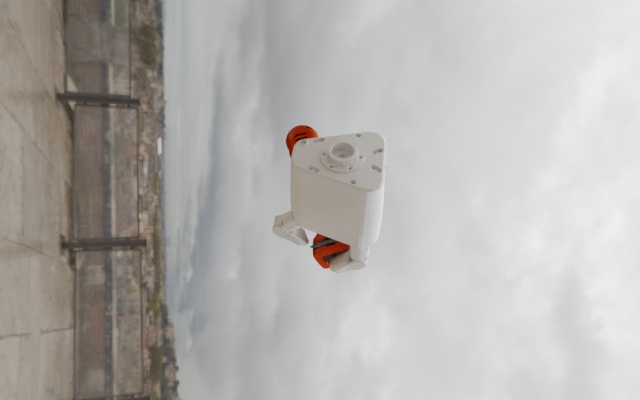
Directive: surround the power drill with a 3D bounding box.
[{"bbox_3d":[0.000,0.003,0.709,0.057,0.187,0.184,-18,-19,3],"label":"power drill"}]
